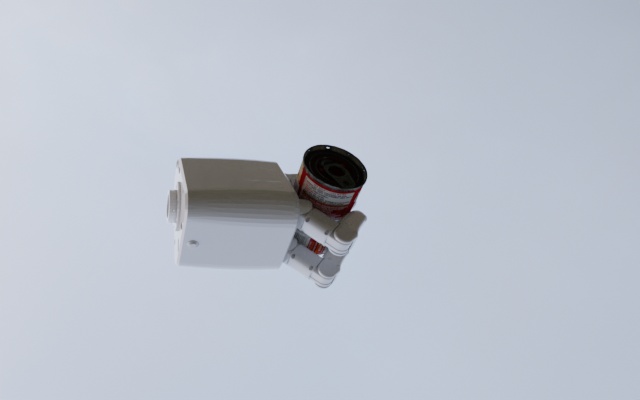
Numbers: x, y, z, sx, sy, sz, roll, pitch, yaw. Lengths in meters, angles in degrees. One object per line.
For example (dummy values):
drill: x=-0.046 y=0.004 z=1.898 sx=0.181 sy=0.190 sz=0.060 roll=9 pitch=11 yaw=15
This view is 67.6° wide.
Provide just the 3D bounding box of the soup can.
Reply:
soup can: x=0.000 y=0.002 z=0.506 sx=0.068 sy=0.102 sz=0.068 roll=13 pitch=40 yaw=-11
